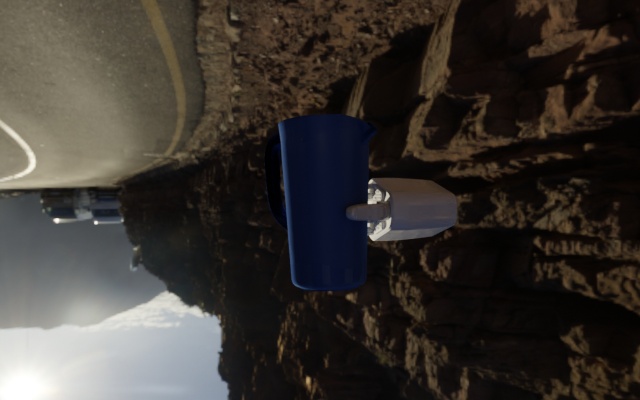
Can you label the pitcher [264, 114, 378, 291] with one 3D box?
[{"bbox_3d":[0.000,0.002,0.695,0.145,0.243,0.149,-1,-1,-14],"label":"pitcher"}]
